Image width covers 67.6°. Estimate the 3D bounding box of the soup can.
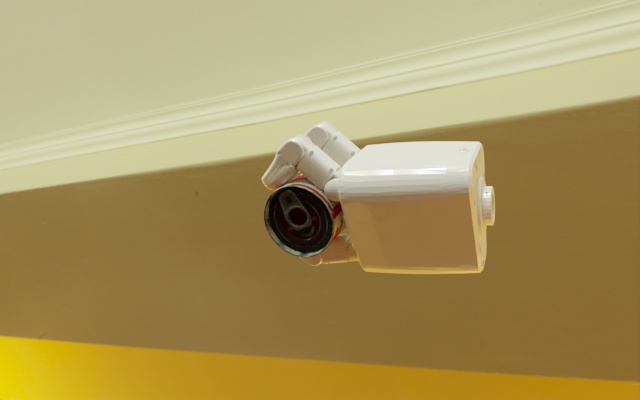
[{"bbox_3d":[0.000,0.002,0.458,0.068,0.068,0.102,0,20,25],"label":"soup can"}]
